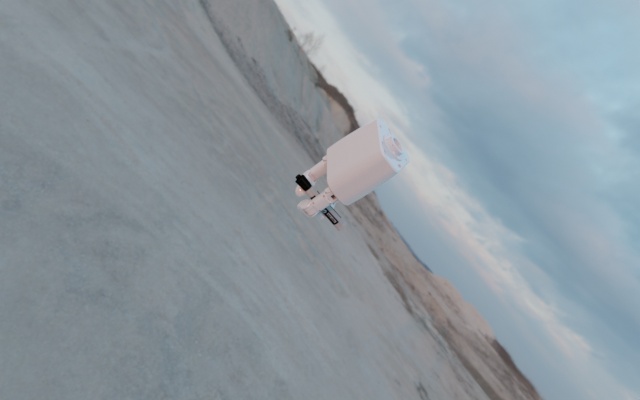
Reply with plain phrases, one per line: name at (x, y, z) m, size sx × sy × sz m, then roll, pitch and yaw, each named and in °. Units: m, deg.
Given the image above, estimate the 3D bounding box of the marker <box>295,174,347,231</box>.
marker at (0.000, 0.003, 0.798) m, size 0.020 × 0.121 × 0.020 m, roll -36°, pitch 19°, yaw 15°
